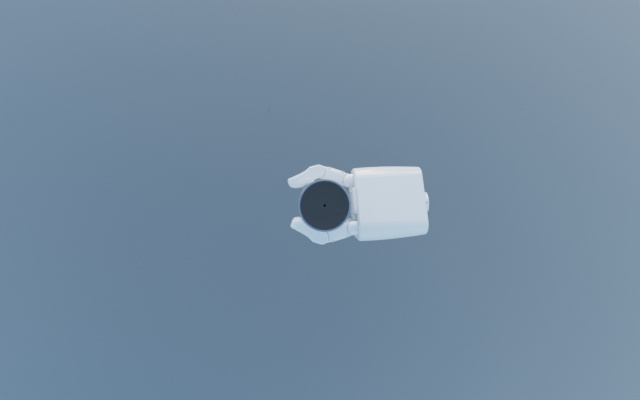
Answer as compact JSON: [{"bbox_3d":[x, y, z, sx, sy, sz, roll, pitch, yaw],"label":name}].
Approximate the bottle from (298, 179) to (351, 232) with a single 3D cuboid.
[{"bbox_3d":[0.000,0.002,0.743,0.069,0.069,0.295,0,2,-2],"label":"bottle"}]
